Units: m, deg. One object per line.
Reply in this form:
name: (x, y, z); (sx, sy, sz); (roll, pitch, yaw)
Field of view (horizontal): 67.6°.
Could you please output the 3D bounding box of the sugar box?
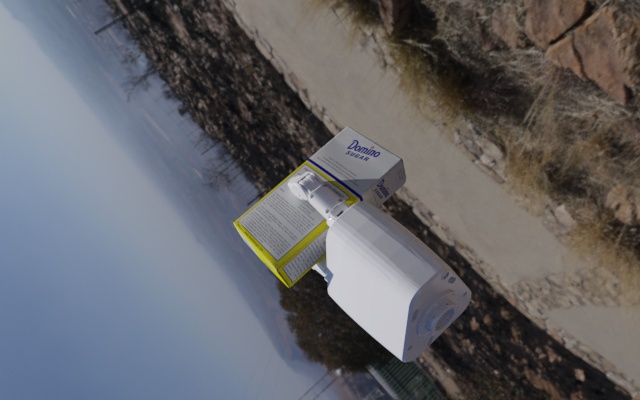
sugar box: (0.000, 0.002, 0.522); (0.176, 0.048, 0.093); (-39, 50, -14)
